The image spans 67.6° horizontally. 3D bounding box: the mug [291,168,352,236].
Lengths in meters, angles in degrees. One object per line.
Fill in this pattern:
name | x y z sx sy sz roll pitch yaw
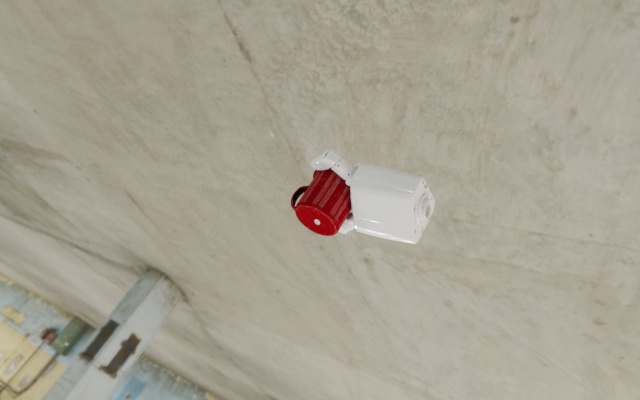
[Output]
mug | -0.001 0.002 0.803 0.117 0.081 0.093 12 -35 31
